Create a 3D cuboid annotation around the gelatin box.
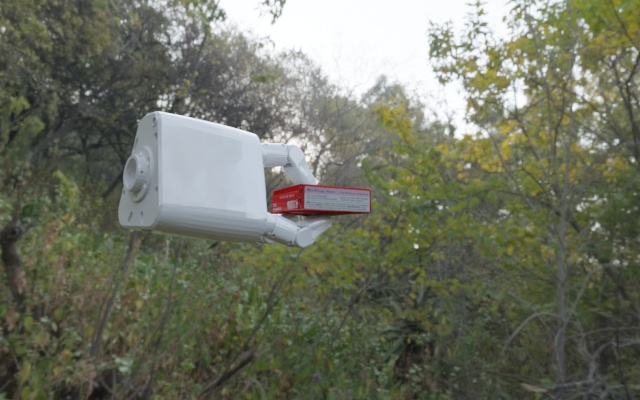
[{"bbox_3d":[0.000,0.001,0.530,0.089,0.030,0.073,3,-5,-30],"label":"gelatin box"}]
